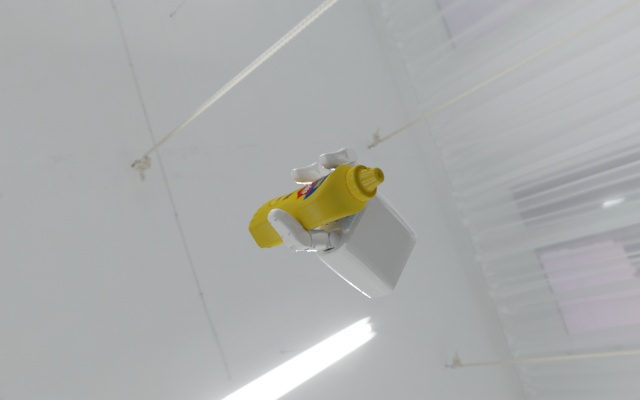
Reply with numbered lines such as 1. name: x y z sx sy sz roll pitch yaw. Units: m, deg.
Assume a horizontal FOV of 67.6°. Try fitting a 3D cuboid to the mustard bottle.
1. mustard bottle: 0.000 0.002 0.589 0.192 0.058 0.096 -24 9 41
